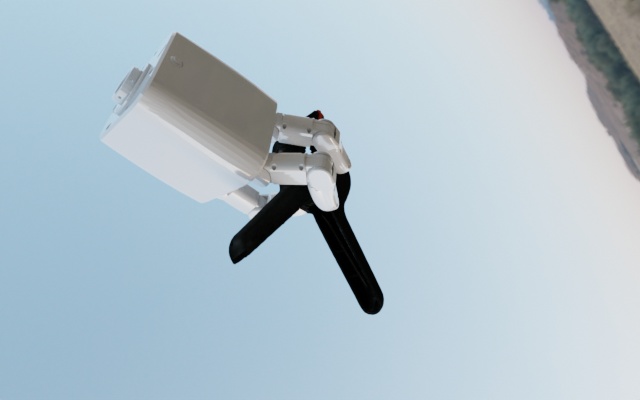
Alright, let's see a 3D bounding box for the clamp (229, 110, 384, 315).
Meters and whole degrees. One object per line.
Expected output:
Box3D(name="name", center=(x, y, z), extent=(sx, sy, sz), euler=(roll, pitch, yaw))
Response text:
Box3D(name="clamp", center=(-0.001, 0.001, 0.457), extent=(0.165, 0.209, 0.036), euler=(34, -48, -30))
